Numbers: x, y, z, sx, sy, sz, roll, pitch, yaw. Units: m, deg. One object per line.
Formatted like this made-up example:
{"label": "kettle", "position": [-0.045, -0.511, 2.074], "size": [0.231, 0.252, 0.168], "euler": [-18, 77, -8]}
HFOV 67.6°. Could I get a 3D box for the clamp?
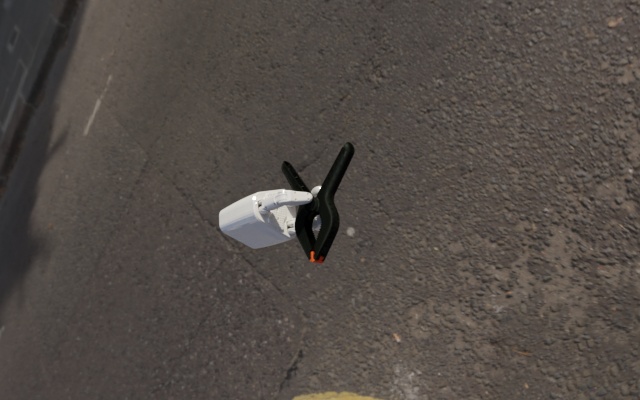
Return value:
{"label": "clamp", "position": [-0.001, 0.003, 0.842], "size": [0.164, 0.210, 0.036], "euler": [-20, -23, 37]}
